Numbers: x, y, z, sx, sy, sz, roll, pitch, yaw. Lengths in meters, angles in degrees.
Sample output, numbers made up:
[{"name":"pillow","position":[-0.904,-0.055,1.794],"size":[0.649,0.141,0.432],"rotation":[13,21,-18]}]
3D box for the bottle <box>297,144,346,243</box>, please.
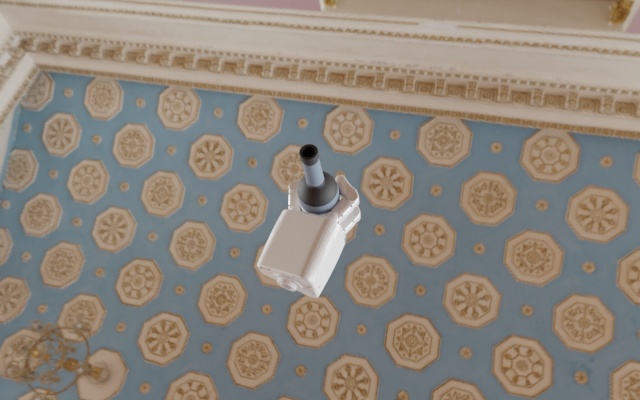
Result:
[{"name":"bottle","position":[0.000,0.003,0.795],"size":[0.069,0.069,0.296],"rotation":[0,-29,8]}]
